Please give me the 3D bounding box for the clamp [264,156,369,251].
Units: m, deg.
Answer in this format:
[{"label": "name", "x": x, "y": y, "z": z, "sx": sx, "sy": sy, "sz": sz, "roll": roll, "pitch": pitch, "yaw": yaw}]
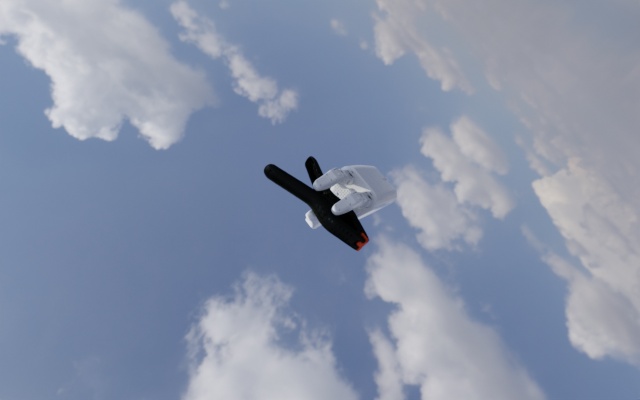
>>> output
[{"label": "clamp", "x": 0.000, "y": 0.004, "z": 0.833, "sx": 0.036, "sy": 0.210, "sz": 0.164, "roll": -47, "pitch": -19, "yaw": 27}]
